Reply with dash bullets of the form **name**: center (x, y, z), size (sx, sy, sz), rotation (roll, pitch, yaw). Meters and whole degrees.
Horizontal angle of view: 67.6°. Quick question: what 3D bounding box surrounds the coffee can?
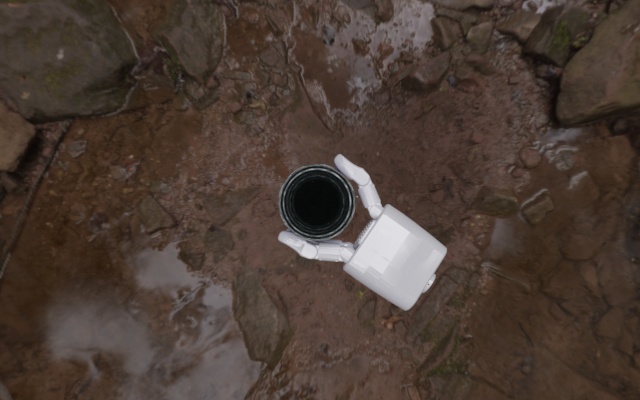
- **coffee can**: center (0.000, 0.002, 0.695), size (0.103, 0.103, 0.140), rotation (0, 1, 4)
